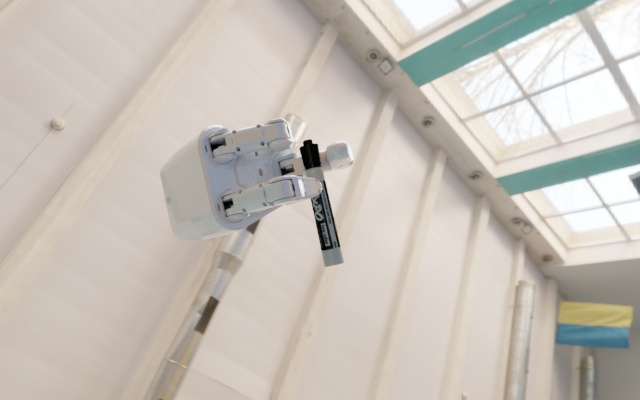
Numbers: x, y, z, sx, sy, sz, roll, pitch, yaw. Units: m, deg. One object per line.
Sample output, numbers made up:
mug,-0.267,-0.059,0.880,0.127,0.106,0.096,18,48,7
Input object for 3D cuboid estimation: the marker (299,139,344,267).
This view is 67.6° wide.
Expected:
marker,0.000,0.001,0.450,0.020,0.121,0.020,-12,-5,-1
